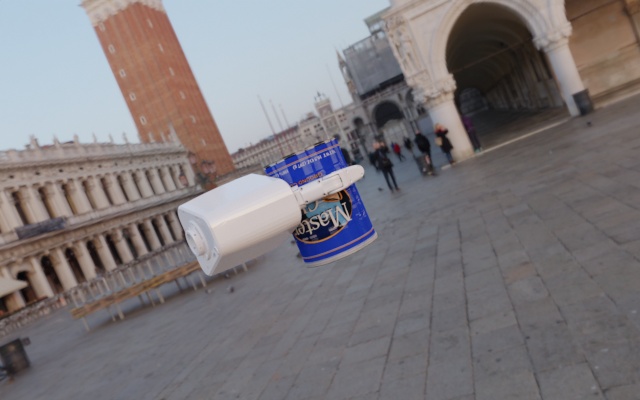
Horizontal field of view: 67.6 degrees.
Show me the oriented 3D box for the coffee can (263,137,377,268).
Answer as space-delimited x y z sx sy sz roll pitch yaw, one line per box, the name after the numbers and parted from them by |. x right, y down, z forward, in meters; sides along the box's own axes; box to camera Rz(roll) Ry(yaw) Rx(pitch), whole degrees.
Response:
0.000 0.002 0.619 0.103 0.140 0.103 -23 4 2 | coffee can
